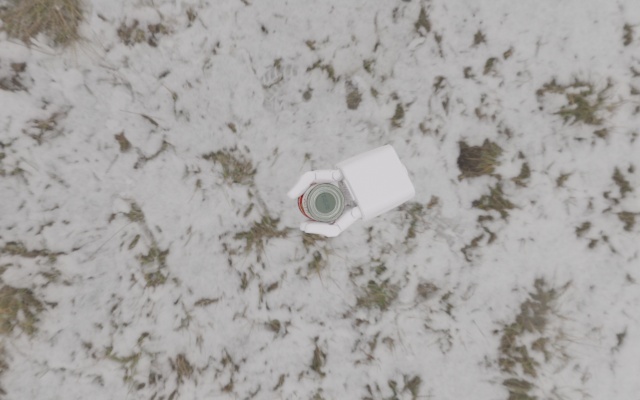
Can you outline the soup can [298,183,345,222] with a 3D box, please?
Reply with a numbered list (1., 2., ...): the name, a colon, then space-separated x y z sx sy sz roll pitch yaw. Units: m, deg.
1. soup can: 0.000 0.003 0.845 0.068 0.068 0.102 0 2 -11
